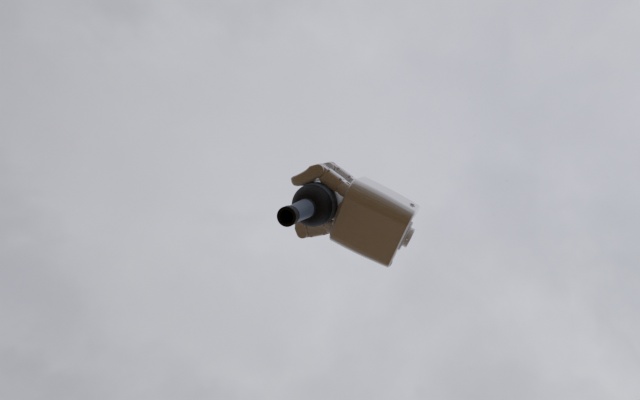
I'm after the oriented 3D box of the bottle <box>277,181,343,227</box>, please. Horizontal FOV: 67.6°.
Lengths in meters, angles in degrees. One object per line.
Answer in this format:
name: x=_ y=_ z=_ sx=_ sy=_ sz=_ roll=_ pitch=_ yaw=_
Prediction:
bottle: x=0.000 y=0.002 z=0.758 sx=0.069 sy=0.069 sz=0.295 roll=0 pitch=7 yaw=18
